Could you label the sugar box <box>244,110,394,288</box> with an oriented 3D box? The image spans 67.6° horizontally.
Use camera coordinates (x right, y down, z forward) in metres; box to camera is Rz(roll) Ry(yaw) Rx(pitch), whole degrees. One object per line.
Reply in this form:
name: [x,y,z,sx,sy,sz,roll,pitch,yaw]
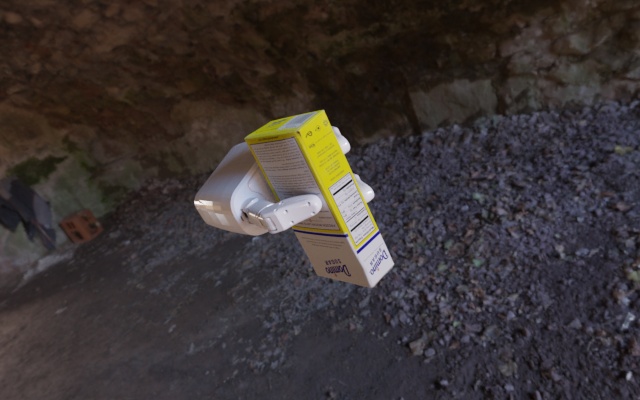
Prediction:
sugar box: [0.000,0.001,0.483,0.048,0.176,0.093,-41,25,-29]
